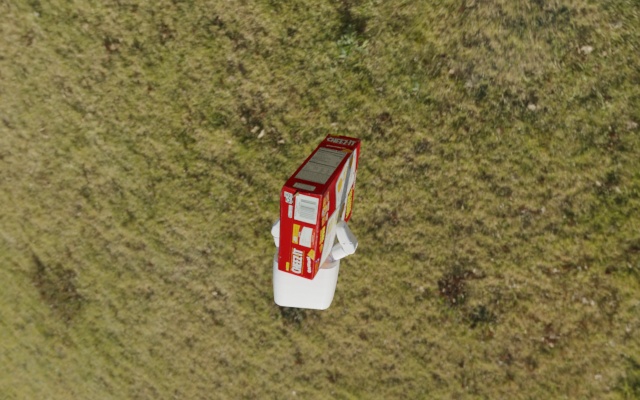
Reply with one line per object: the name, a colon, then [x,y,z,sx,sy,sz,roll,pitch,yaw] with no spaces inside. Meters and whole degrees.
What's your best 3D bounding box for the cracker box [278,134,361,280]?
cracker box: [0.000,0.003,0.807,0.072,0.164,0.213,14,33,14]
